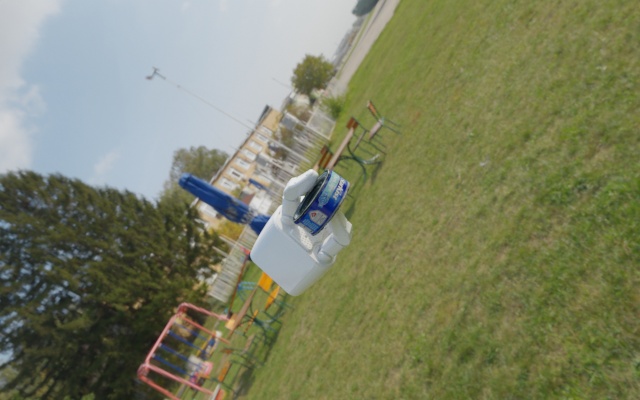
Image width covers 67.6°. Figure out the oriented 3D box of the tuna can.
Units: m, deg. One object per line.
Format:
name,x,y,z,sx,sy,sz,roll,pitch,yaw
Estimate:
tuna can,0.000,0.002,0.627,0.034,0.086,0.086,34,-7,-10
